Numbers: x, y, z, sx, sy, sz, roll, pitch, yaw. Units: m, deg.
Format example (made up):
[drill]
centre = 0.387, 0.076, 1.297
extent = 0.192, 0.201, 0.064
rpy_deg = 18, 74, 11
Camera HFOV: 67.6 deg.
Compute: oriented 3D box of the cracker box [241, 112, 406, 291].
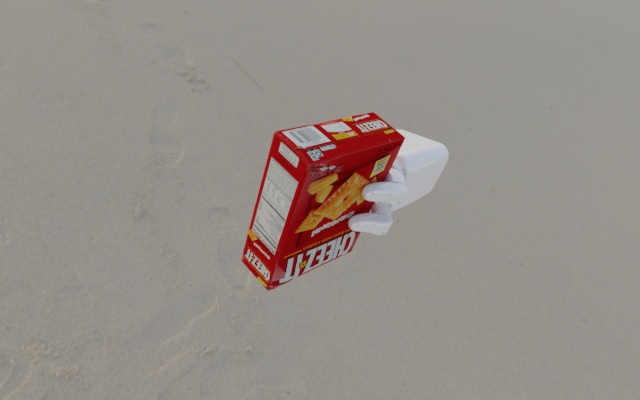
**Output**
[cracker box]
centre = 0.000, 0.002, 0.617
extent = 0.164, 0.214, 0.072
rpy_deg = -19, 52, -39
